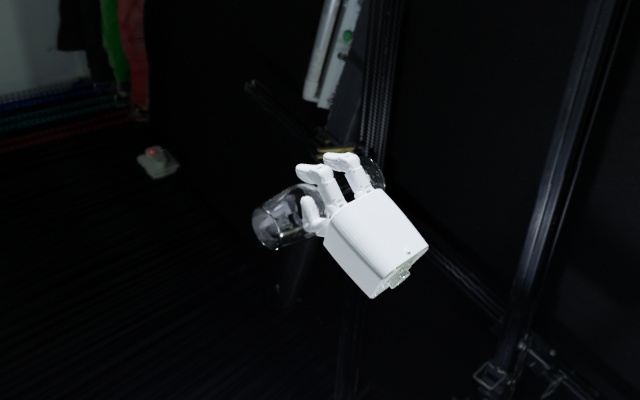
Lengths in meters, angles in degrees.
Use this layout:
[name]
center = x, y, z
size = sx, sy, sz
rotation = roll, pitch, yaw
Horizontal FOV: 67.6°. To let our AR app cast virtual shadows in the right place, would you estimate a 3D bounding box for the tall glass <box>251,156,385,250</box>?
[tall glass]
center = 0.000, 0.002, 0.681
size = 0.201, 0.079, 0.079
rotation = -26, 16, -36
